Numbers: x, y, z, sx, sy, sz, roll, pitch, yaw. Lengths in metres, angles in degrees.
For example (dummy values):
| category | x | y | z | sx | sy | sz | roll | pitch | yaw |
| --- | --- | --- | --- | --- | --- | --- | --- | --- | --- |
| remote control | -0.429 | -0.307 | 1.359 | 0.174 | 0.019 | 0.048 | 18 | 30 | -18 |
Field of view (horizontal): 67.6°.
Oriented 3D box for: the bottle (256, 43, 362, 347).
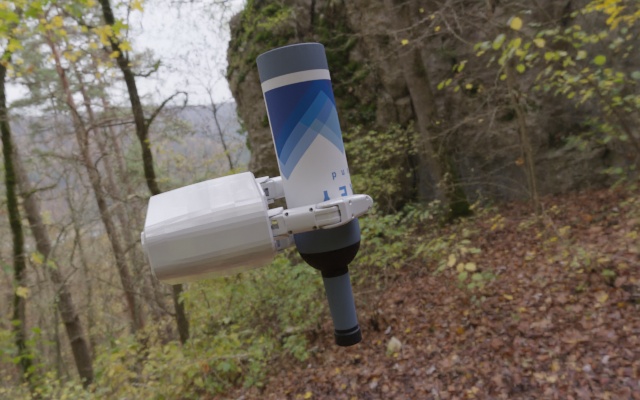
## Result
| category | x | y | z | sx | sy | sz | roll | pitch | yaw |
| --- | --- | --- | --- | --- | --- | --- | --- | --- | --- |
| bottle | 0.000 | 0.001 | 0.475 | 0.069 | 0.296 | 0.069 | -11 | 7 | 1 |
